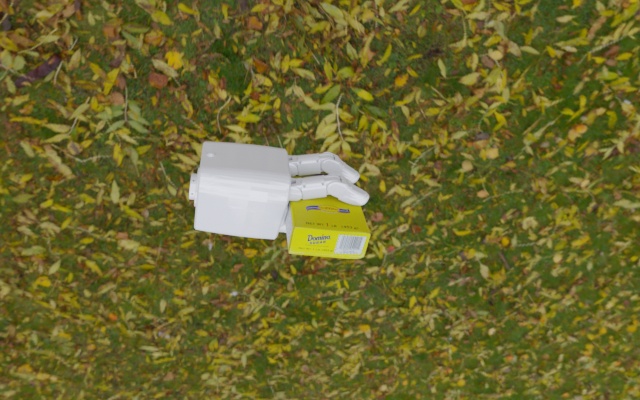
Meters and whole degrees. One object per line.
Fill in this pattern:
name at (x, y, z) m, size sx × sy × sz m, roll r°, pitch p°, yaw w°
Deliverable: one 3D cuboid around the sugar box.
sugar box at (0.000, 0.002, 0.619) m, size 0.093 × 0.048 × 0.176 m, roll 6°, pitch 34°, yaw -13°
